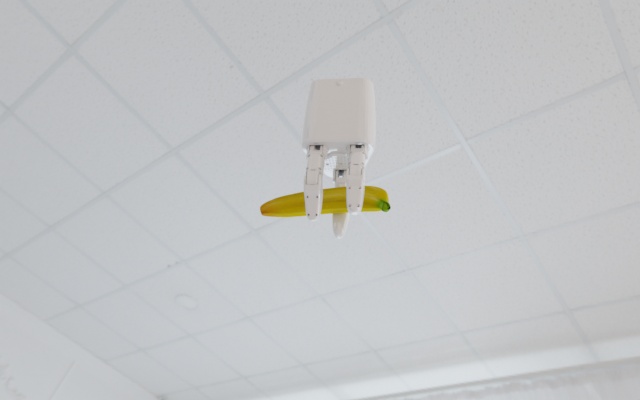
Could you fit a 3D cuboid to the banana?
[{"bbox_3d":[0.012,0.001,0.650,0.198,0.037,0.069,-5,0,30],"label":"banana"}]
